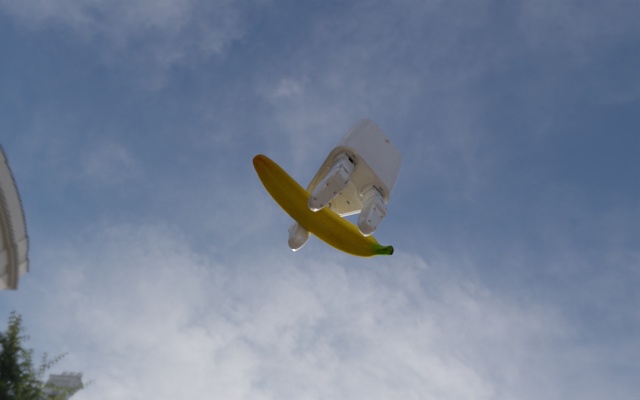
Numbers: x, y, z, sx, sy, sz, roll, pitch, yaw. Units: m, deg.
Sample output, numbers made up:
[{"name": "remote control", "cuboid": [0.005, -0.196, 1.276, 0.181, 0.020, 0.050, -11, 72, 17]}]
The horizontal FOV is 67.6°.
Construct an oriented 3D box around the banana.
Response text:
[{"name": "banana", "cuboid": [-0.002, 0.014, 0.582, 0.198, 0.037, 0.070, 33, -37, 6]}]
